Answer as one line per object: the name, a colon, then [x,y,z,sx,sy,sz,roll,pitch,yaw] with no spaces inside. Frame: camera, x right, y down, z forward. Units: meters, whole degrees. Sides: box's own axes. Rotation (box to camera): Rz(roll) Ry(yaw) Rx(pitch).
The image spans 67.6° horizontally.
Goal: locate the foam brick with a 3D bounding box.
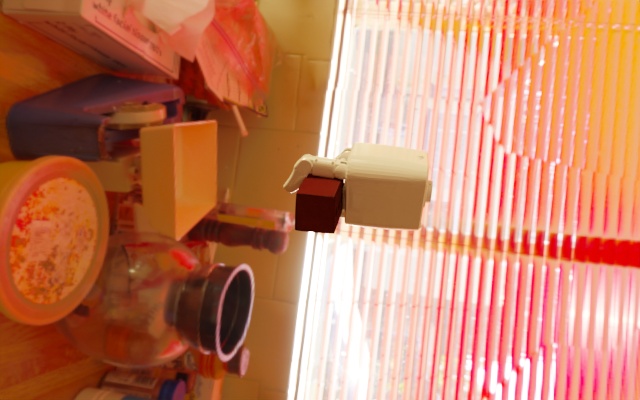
foam brick: [0.000,0.002,0.624,0.051,0.053,0.078,7,25,9]
